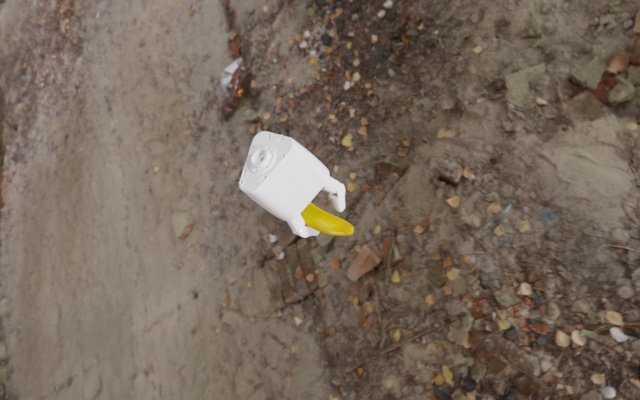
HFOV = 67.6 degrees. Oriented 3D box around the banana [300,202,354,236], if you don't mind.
[{"bbox_3d":[-0.017,0.010,0.856,0.069,0.037,0.197,-31,45,-10],"label":"banana"}]
